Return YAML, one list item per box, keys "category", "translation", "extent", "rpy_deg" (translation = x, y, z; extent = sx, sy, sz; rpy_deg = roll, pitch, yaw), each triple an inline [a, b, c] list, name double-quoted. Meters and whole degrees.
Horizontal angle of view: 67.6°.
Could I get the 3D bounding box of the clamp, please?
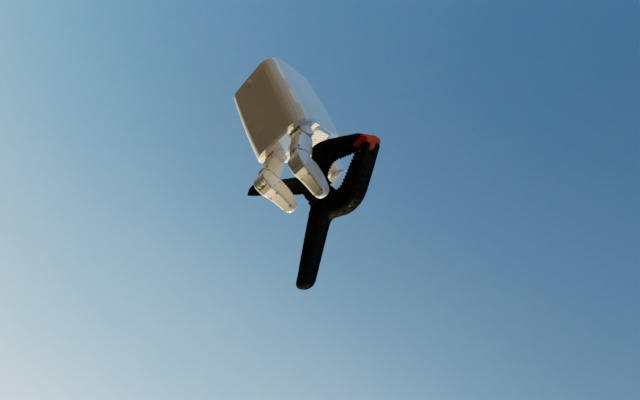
- category: "clamp"
  translation: [0.001, 0.001, 0.586]
  extent: [0.036, 0.164, 0.210]
  rpy_deg: [-4, -28, -50]
